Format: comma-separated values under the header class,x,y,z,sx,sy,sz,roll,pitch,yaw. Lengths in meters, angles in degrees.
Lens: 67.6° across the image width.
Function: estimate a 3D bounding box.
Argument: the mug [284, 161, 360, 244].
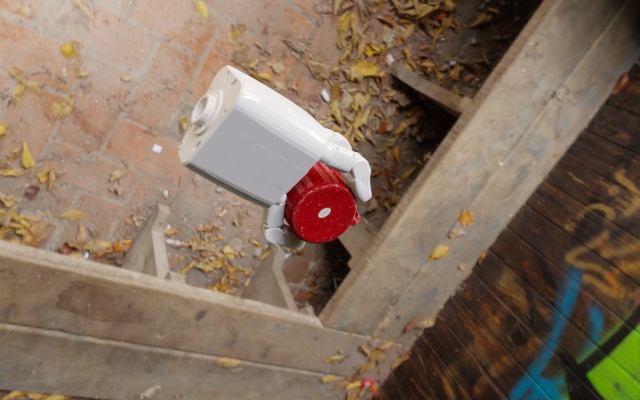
class,x,y,z,sx,sy,sz,roll,pitch,yaw
mug,0.001,0.003,0.573,0.117,0.093,0.081,26,16,-34
